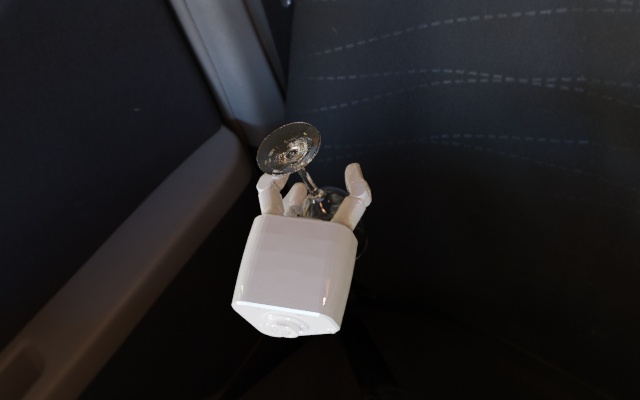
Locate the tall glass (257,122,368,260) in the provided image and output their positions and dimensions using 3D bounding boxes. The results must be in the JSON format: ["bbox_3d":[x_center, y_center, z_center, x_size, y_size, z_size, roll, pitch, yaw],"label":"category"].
[{"bbox_3d":[0.000,0.001,0.580,0.079,0.079,0.201,0,-35,26],"label":"tall glass"}]
